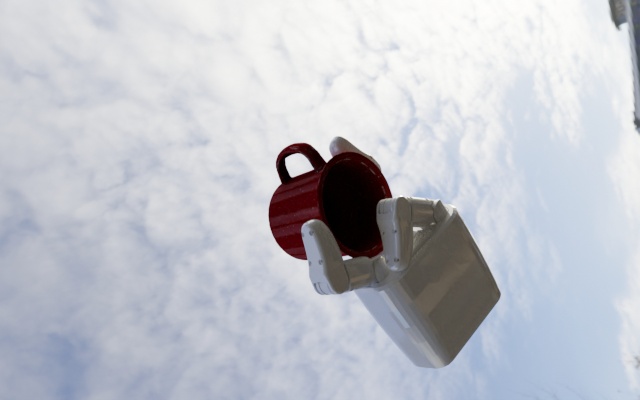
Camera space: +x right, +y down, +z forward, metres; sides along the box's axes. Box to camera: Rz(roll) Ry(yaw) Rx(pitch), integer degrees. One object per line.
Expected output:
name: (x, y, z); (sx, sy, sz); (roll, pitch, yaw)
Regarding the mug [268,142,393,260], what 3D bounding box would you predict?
mug: (-0.001, 0.000, 0.429); (0.081, 0.117, 0.093); (-15, 26, 47)
